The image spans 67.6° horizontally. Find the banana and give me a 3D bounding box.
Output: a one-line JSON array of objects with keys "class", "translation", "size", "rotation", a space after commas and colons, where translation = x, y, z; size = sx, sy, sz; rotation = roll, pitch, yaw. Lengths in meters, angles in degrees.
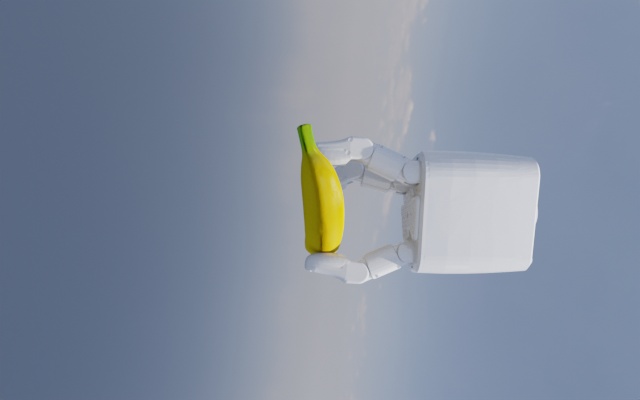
[{"class": "banana", "translation": [0.002, 0.015, 0.454], "size": [0.037, 0.069, 0.198], "rotation": [-4, -32, -3]}]
